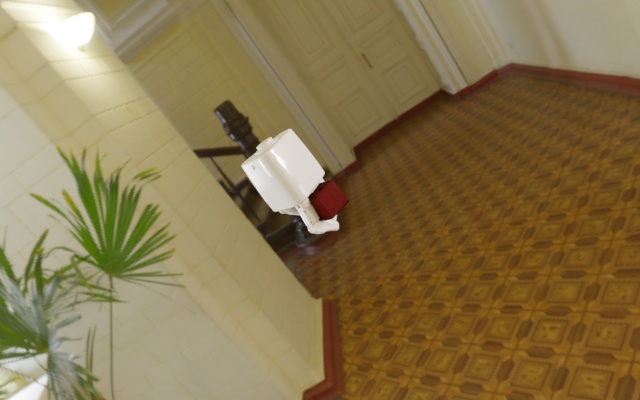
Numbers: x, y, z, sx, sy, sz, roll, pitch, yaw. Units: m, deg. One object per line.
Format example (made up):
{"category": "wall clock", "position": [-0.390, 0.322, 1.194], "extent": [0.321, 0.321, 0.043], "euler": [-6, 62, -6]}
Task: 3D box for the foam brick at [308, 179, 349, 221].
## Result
{"category": "foam brick", "position": [0.000, 0.003, 0.861], "extent": [0.078, 0.051, 0.053], "euler": [-14, 27, 52]}
